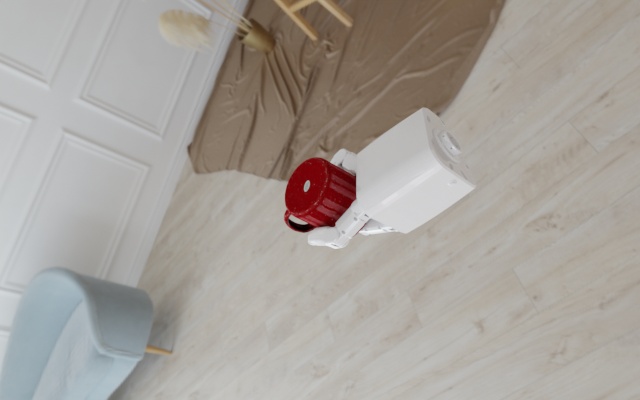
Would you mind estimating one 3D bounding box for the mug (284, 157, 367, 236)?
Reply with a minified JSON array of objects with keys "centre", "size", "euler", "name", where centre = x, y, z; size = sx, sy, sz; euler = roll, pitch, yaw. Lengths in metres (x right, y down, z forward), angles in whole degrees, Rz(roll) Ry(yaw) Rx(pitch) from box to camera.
[{"centre":[-0.001,0.003,0.622],"size":[0.081,0.093,0.117],"euler":[27,-52,-38],"name":"mug"}]
